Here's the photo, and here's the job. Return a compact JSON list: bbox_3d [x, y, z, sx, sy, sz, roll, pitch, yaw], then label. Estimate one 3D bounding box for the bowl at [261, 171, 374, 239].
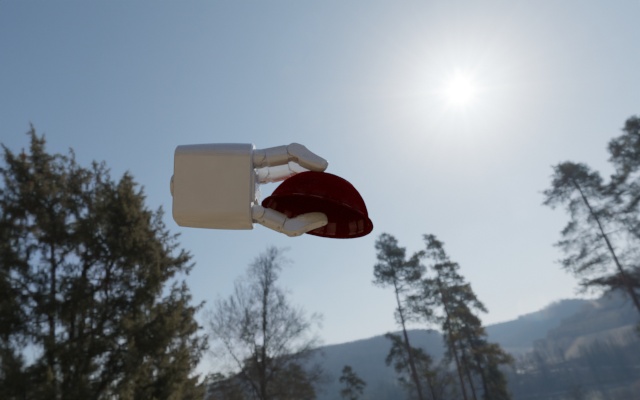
[{"bbox_3d":[0.001,0.002,0.681,0.162,0.055,0.162,11,-22,4],"label":"bowl"}]
